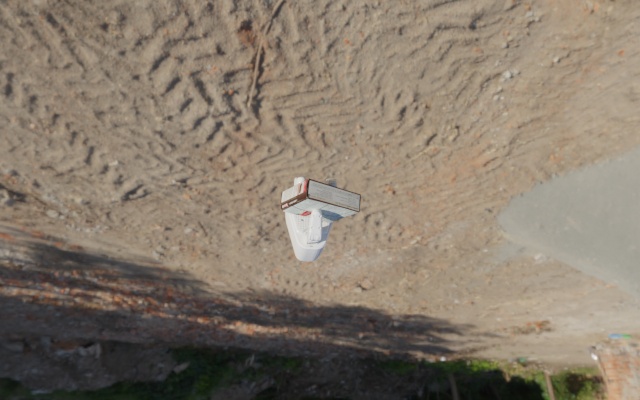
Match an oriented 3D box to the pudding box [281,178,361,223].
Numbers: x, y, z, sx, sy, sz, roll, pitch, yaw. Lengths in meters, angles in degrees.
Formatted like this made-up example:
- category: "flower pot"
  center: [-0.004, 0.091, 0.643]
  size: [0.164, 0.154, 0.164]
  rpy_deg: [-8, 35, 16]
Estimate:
- category: "pudding box"
  center: [0.000, 0.003, 0.832]
  size: [0.113, 0.039, 0.090]
  rpy_deg: [14, -23, -32]
